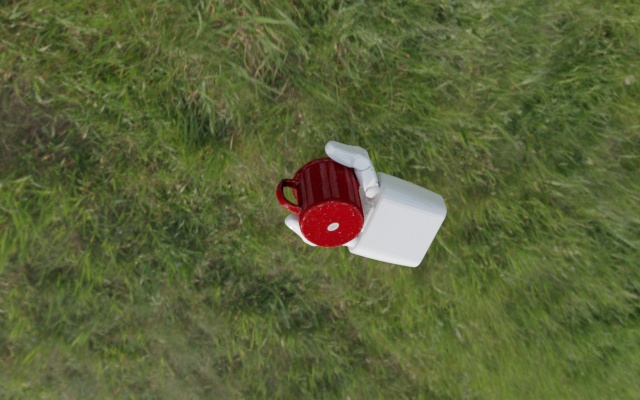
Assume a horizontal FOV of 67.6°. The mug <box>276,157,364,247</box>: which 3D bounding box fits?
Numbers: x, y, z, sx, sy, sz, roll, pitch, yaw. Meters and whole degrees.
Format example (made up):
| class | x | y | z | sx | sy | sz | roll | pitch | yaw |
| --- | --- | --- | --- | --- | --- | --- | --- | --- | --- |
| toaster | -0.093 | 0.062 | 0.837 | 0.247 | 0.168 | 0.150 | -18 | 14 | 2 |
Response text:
| class | x | y | z | sx | sy | sz | roll | pitch | yaw |
| --- | --- | --- | --- | --- | --- | --- | --- | --- | --- |
| mug | -0.001 | 0.002 | 0.607 | 0.117 | 0.093 | 0.081 | 16 | 37 | -19 |
